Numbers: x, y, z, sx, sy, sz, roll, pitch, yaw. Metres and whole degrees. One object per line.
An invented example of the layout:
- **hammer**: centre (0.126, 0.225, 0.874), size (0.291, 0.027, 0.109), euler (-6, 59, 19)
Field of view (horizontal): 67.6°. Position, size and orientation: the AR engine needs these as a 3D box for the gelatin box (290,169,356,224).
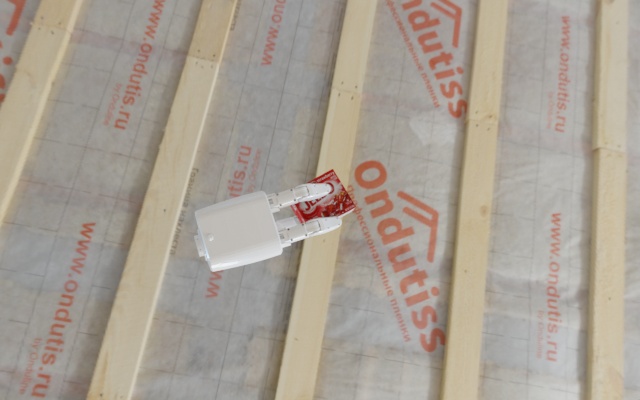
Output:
- **gelatin box**: centre (0.000, 0.002, 0.756), size (0.089, 0.073, 0.030), euler (-29, -7, -22)
